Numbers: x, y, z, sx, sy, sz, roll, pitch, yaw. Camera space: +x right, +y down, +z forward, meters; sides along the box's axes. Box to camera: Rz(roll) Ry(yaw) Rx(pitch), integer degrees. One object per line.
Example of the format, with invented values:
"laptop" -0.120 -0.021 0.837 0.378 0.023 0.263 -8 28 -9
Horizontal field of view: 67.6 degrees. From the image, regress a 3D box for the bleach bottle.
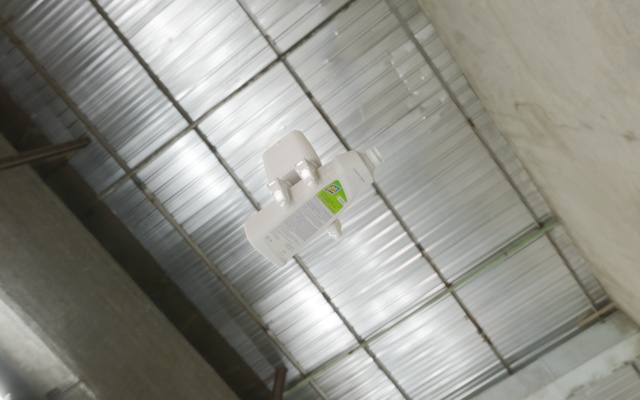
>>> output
"bleach bottle" 0.000 0.003 0.787 0.251 0.068 0.103 -36 -50 9
